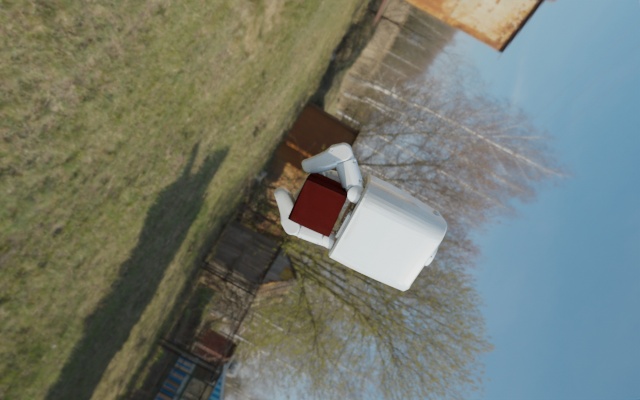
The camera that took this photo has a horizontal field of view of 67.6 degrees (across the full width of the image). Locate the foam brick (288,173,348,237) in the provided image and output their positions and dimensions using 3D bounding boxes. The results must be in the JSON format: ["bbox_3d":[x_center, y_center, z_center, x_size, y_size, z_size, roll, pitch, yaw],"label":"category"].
[{"bbox_3d":[0.000,0.002,0.563,0.051,0.053,0.078,25,12,0],"label":"foam brick"}]
